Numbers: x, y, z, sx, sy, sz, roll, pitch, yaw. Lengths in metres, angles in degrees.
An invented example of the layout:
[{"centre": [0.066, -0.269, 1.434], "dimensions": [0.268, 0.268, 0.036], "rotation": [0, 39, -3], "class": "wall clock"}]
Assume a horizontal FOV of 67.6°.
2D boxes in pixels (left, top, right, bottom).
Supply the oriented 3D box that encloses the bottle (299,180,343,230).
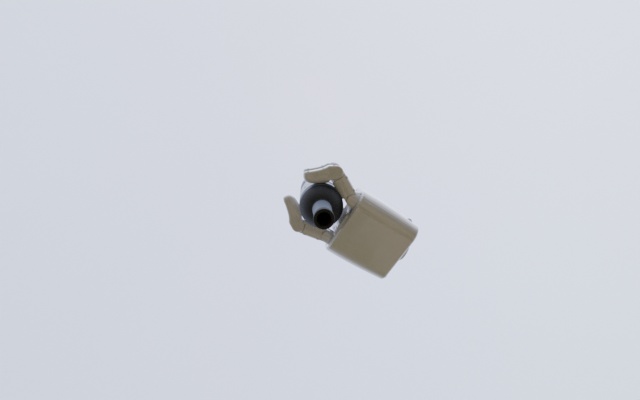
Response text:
[{"centre": [0.000, 0.002, 0.752], "dimensions": [0.069, 0.069, 0.295], "rotation": [0, 8, -2], "class": "bottle"}]
